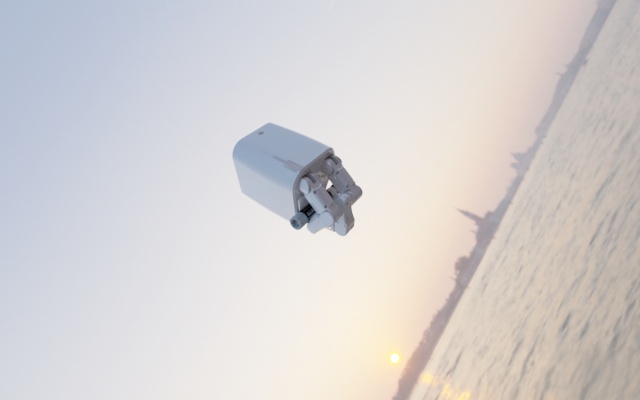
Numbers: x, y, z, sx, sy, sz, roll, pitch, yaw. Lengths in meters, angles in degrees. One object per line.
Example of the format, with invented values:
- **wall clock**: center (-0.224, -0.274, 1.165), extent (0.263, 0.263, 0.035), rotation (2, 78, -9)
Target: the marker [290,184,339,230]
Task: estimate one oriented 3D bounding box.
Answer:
- **marker**: center (0.000, 0.002, 0.652), extent (0.020, 0.020, 0.121), rotation (0, 28, 37)
